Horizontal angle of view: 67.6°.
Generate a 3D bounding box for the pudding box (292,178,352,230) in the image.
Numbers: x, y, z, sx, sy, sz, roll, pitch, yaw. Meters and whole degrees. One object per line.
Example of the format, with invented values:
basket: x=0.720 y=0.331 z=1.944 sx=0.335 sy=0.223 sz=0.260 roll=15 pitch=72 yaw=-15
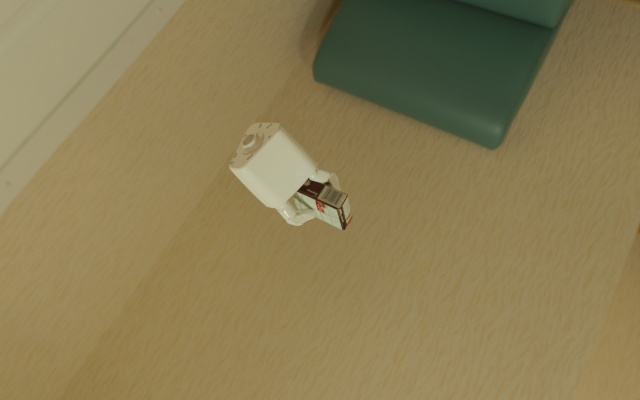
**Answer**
pudding box: x=0.000 y=0.003 z=0.898 sx=0.113 sy=0.039 sz=0.090 roll=26 pitch=-21 yaw=22
